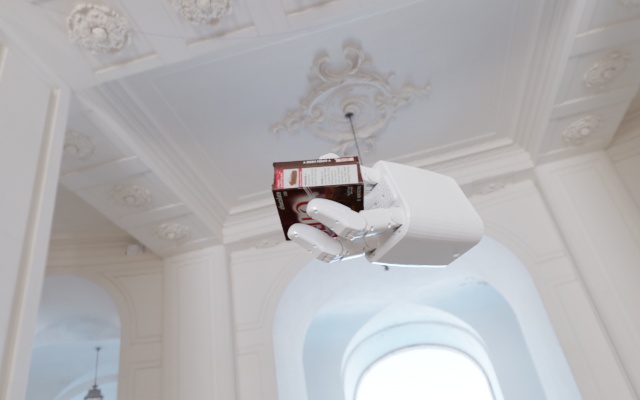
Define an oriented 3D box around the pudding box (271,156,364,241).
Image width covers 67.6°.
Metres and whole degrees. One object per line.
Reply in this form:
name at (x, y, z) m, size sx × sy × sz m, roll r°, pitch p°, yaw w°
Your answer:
pudding box at (0.000, 0.002, 0.507) m, size 0.090 × 0.039 × 0.114 m, roll -5°, pitch -34°, yaw 2°
